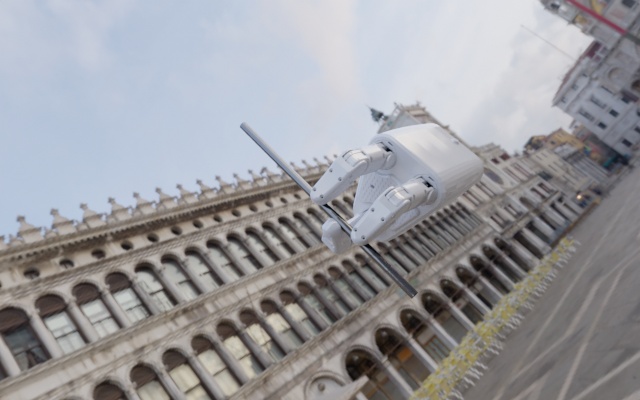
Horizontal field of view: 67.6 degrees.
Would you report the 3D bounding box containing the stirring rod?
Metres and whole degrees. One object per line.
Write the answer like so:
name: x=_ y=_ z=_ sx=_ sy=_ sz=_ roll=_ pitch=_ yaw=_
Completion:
stirring rod: x=0.000 y=0.002 z=0.447 sx=0.239 sy=0.011 sz=0.011 roll=45 pitch=20 yaw=21
